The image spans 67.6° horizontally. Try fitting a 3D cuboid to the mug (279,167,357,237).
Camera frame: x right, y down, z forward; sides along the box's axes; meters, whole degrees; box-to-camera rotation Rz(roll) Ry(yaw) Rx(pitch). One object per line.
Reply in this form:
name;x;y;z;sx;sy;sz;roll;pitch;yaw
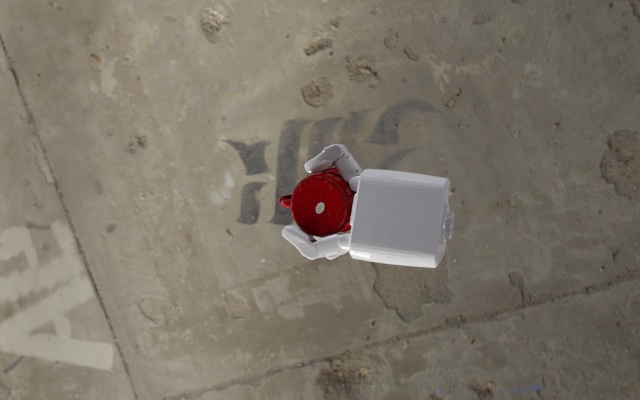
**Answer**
mug;-0.001;0.002;0.644;0.117;0.093;0.081;6;8;20
